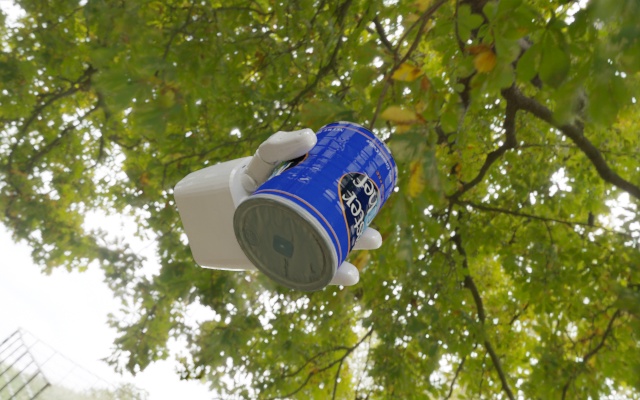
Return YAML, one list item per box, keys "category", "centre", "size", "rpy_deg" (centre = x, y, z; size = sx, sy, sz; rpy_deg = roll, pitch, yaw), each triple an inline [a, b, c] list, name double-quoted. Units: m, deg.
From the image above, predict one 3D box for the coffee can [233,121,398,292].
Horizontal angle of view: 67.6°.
- category: "coffee can"
  centre: [0.000, 0.001, 0.454]
  size: [0.103, 0.103, 0.140]
  rpy_deg: [0, 34, 36]
